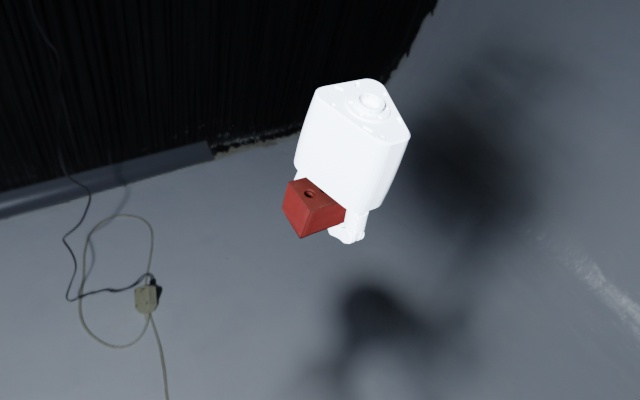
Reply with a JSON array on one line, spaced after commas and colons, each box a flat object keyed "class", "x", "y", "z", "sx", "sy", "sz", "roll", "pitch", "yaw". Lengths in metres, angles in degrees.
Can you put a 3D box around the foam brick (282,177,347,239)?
[{"class": "foam brick", "x": 0.000, "y": 0.002, "z": 0.585, "sx": 0.078, "sy": 0.053, "sz": 0.051, "roll": -18, "pitch": -33, "yaw": -30}]
